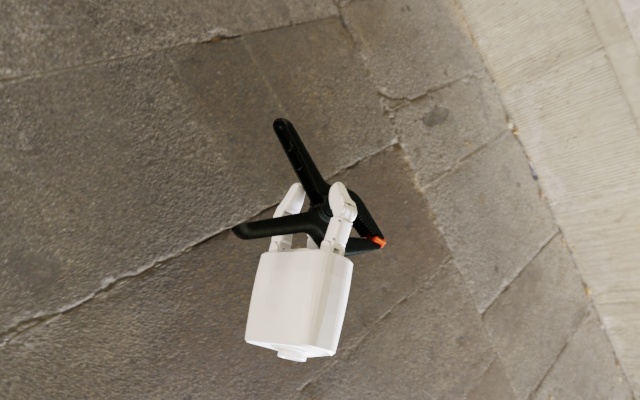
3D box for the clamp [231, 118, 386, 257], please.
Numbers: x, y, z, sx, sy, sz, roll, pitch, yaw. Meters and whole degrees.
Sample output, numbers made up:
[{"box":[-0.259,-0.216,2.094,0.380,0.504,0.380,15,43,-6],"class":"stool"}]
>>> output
[{"box":[0.001,0.002,0.599,0.210,0.164,0.036,25,-27,-30],"class":"clamp"}]
